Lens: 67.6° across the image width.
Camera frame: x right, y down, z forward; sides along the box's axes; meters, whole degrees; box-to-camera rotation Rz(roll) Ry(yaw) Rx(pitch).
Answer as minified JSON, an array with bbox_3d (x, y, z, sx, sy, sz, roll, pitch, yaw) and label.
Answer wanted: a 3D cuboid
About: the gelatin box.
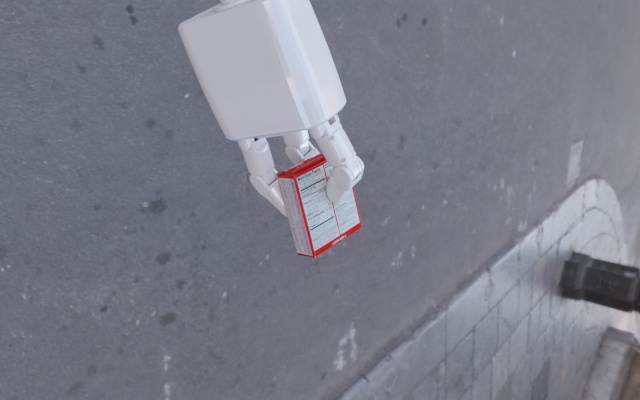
[{"bbox_3d":[0.000,0.002,0.477,0.030,0.089,0.073,6,27,46],"label":"gelatin box"}]
